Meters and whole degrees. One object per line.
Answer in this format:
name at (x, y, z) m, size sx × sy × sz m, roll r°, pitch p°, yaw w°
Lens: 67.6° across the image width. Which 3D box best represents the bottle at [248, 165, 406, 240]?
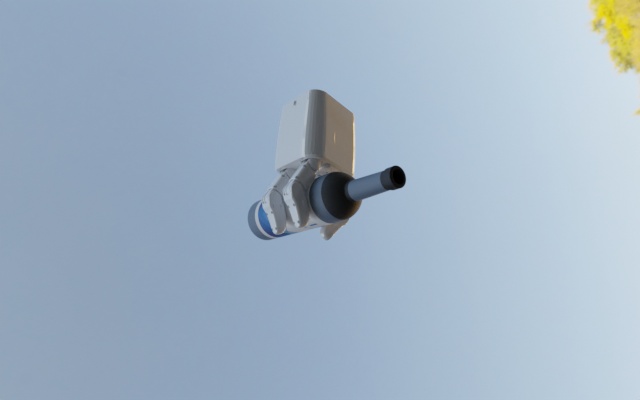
bottle at (0.000, 0.002, 0.661) m, size 0.069 × 0.069 × 0.296 m, roll 0°, pitch -12°, yaw -38°
